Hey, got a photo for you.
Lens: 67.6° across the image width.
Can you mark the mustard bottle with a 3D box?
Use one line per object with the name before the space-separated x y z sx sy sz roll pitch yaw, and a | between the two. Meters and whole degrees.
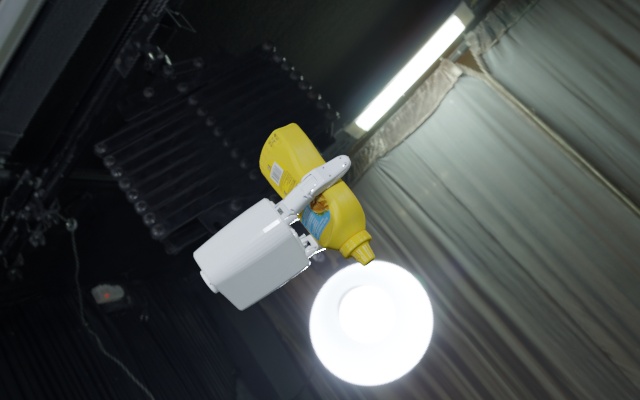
mustard bottle | 0.000 0.002 0.589 0.058 0.191 0.096 -27 -22 -32
